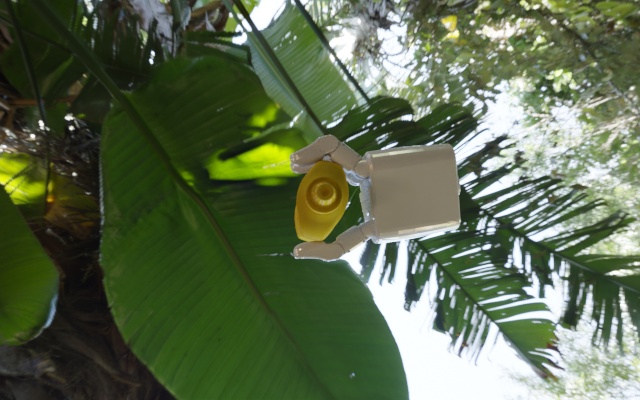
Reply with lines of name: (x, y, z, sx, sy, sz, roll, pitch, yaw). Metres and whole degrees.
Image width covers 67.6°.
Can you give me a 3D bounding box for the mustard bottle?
mustard bottle: (0.000, 0.002, 0.586, 0.058, 0.096, 0.191, 17, -7, -2)
